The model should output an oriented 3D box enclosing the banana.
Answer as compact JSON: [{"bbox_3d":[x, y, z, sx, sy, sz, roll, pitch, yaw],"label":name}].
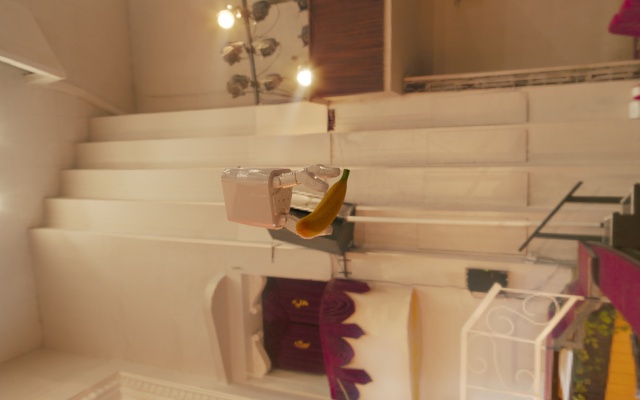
[{"bbox_3d":[0.003,0.017,0.825,0.037,0.070,0.197,10,35,21],"label":"banana"}]
